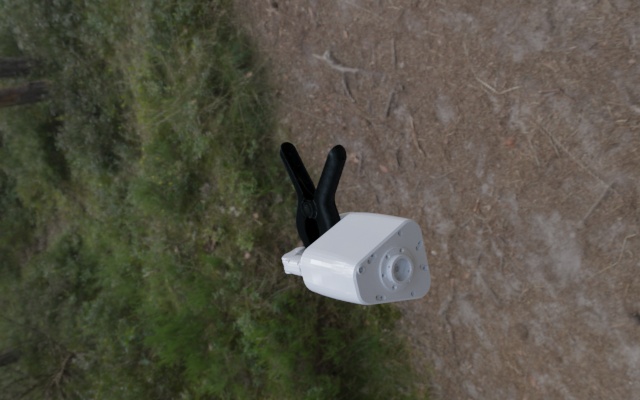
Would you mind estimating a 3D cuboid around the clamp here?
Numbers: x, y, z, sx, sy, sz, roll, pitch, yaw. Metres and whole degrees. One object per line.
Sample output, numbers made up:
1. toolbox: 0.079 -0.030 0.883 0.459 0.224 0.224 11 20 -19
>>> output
1. clamp: 0.000 0.002 0.626 0.039 0.171 0.120 -19 10 -32
